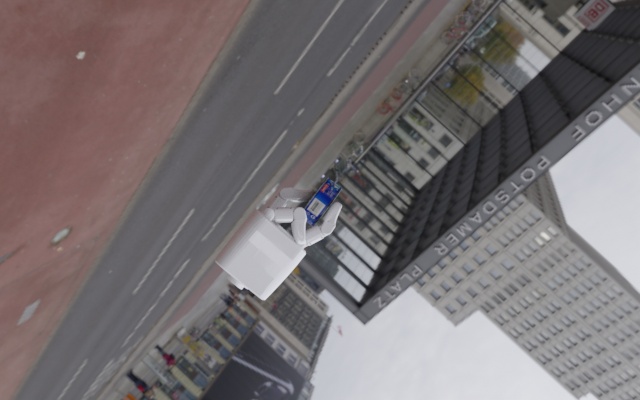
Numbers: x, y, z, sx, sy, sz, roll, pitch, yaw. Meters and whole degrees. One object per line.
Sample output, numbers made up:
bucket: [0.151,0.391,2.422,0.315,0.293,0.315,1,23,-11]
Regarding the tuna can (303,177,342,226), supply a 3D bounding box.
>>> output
tuna can: [0.001,0.003,0.837,0.034,0.086,0.086,37,0,1]
